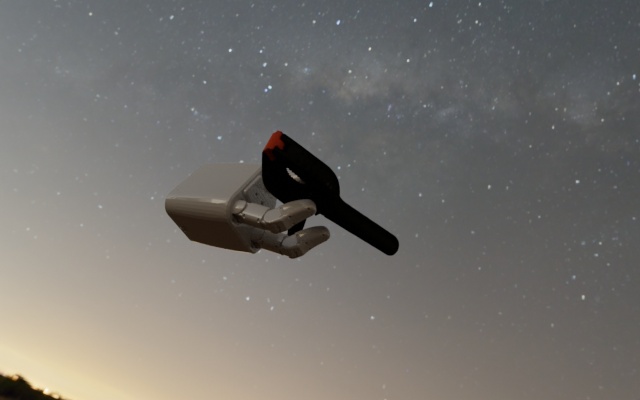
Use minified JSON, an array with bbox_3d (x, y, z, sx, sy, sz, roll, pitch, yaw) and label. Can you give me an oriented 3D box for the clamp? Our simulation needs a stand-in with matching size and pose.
[{"bbox_3d":[0.000,0.001,0.570,0.164,0.036,0.210,5,-36,27],"label":"clamp"}]
